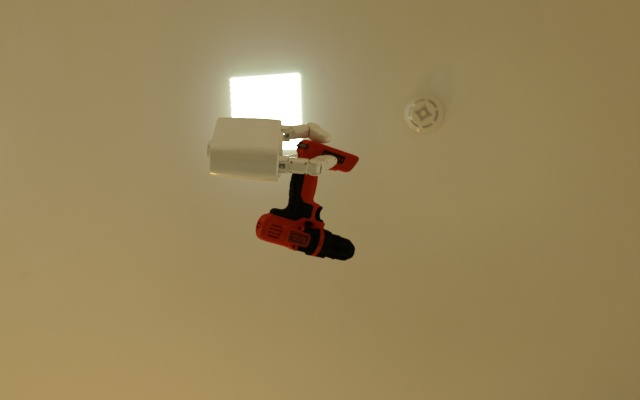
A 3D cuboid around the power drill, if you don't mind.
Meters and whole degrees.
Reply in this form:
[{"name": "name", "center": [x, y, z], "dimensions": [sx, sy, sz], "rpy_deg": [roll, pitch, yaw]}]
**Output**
[{"name": "power drill", "center": [0.000, 0.002, 0.811], "dimensions": [0.184, 0.187, 0.057], "rpy_deg": [18, 1, -25]}]
